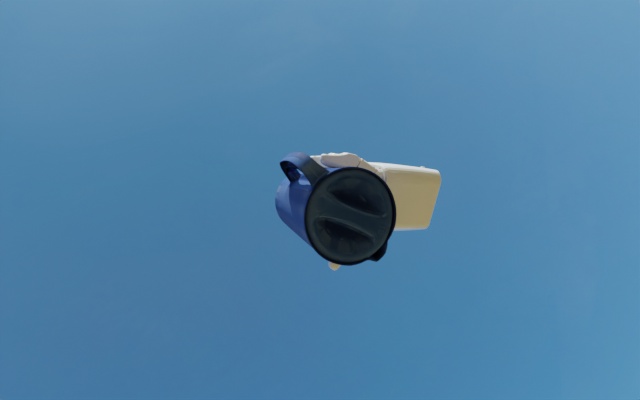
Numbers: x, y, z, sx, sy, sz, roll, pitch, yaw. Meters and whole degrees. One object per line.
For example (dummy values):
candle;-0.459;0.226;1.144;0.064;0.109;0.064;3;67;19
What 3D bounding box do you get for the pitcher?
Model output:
pitcher;0.000;0.002;0.740;0.145;0.149;0.243;2;5;-19
